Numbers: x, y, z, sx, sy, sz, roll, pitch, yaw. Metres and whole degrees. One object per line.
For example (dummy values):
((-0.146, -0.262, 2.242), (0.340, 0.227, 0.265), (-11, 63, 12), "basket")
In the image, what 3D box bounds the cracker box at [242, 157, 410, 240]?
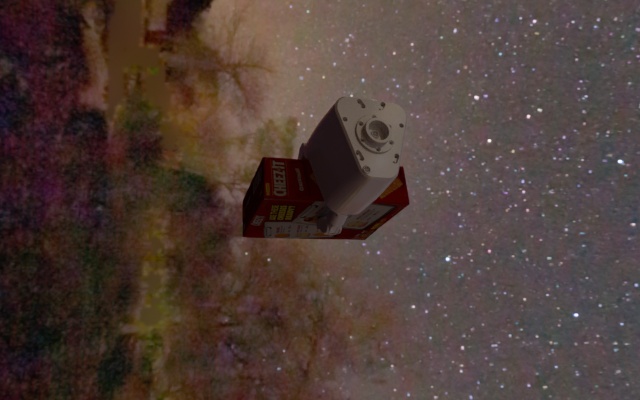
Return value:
((0.000, 0.003, 0.725), (0.214, 0.072, 0.164), (3, -23, -19), "cracker box")
